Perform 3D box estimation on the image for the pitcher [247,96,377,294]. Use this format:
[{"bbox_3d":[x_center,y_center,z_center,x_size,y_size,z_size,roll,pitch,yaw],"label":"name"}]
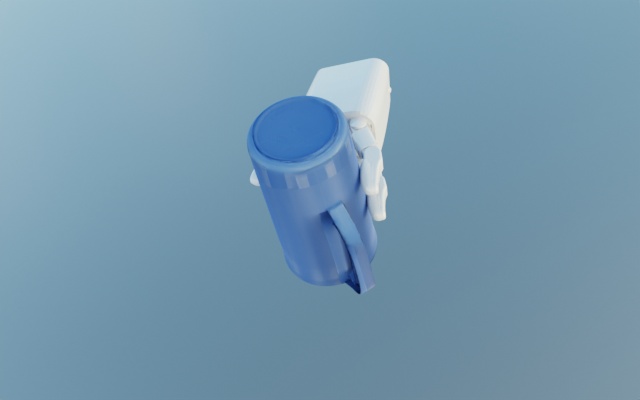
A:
[{"bbox_3d":[0.000,0.002,0.577,0.149,0.145,0.243,8,-33,17],"label":"pitcher"}]
